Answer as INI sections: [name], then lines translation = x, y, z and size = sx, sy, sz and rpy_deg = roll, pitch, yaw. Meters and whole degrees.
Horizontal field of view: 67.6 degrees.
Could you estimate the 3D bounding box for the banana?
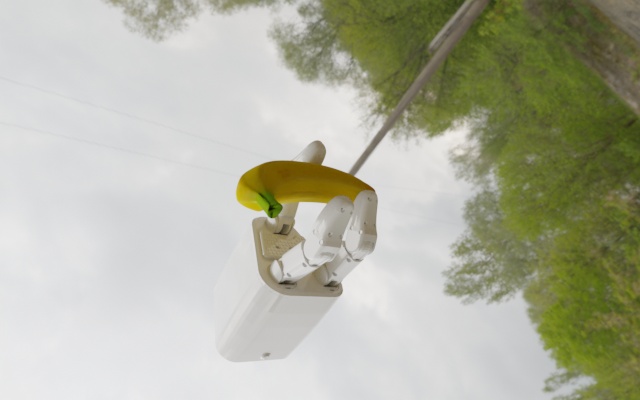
[banana]
translation = -0.015, -0.009, 0.424
size = 0.069, 0.037, 0.198
rpy_deg = 38, 21, 20
